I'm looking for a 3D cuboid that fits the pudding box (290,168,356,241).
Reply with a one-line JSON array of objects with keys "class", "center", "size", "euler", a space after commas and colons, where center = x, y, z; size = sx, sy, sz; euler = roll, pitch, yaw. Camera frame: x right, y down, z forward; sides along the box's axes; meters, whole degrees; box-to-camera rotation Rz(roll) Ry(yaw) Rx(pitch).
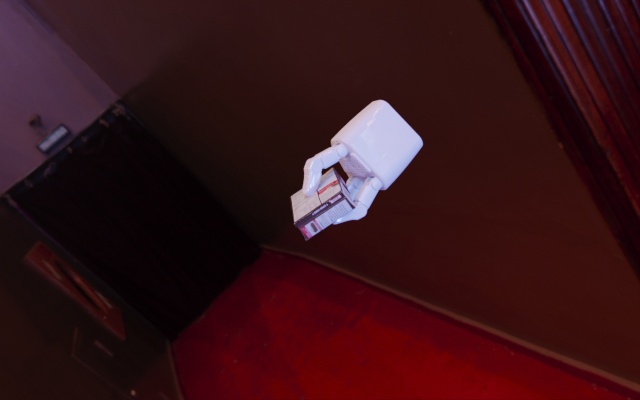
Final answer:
[{"class": "pudding box", "center": [0.000, 0.002, 0.743], "size": [0.090, 0.039, 0.113], "euler": [-35, 20, 8]}]
